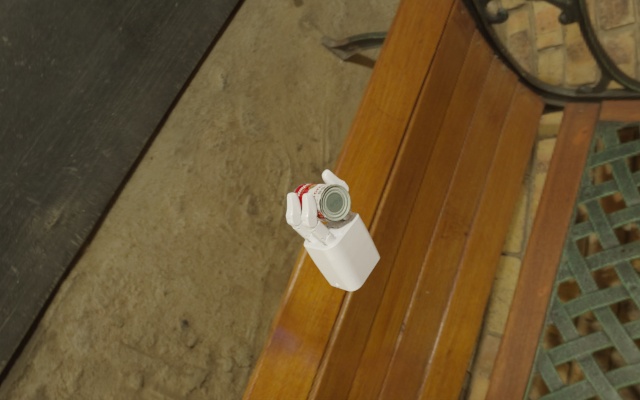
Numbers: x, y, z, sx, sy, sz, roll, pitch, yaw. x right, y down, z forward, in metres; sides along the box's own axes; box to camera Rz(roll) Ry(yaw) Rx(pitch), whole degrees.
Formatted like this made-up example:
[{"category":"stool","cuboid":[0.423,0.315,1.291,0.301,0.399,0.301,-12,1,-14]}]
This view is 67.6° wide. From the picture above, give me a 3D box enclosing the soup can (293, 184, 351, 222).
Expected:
[{"category":"soup can","cuboid":[0.000,0.002,0.879,0.068,0.068,0.102,0,2,-32]}]
